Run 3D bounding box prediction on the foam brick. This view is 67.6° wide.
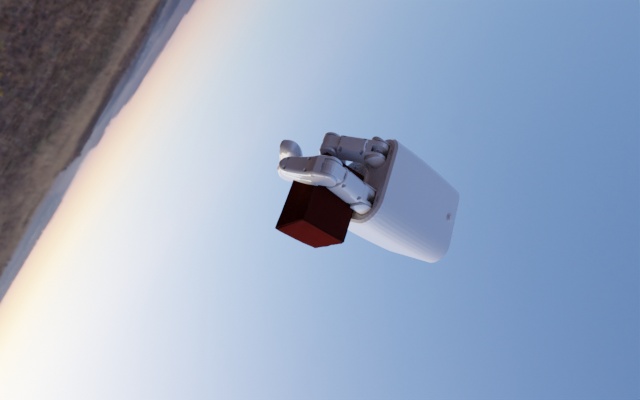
[{"bbox_3d":[0.000,0.002,0.474,0.051,0.078,0.053,32,-27,-26],"label":"foam brick"}]
